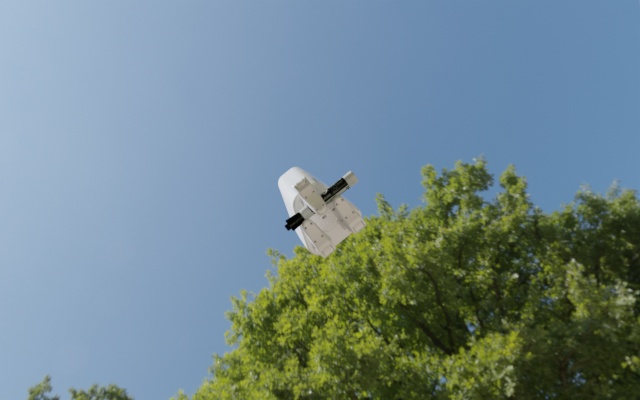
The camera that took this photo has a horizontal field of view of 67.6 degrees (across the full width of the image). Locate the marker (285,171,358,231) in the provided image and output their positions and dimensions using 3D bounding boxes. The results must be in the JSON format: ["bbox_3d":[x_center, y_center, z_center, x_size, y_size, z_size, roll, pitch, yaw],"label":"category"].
[{"bbox_3d":[0.000,0.002,0.668,0.121,0.020,0.020,-38,3,-3],"label":"marker"}]
